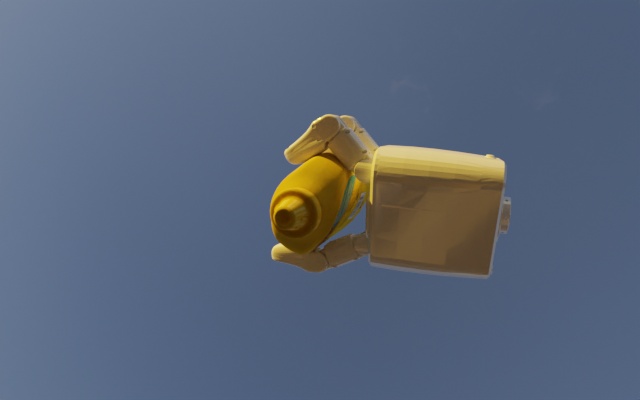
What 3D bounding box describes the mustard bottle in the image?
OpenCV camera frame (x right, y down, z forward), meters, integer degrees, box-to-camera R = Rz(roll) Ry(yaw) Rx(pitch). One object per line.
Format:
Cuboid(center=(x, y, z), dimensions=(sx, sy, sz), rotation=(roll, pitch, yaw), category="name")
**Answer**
Cuboid(center=(0.000, 0.001, 0.449), dimensions=(0.058, 0.096, 0.191), rotation=(31, 15, 10), category="mustard bottle")
